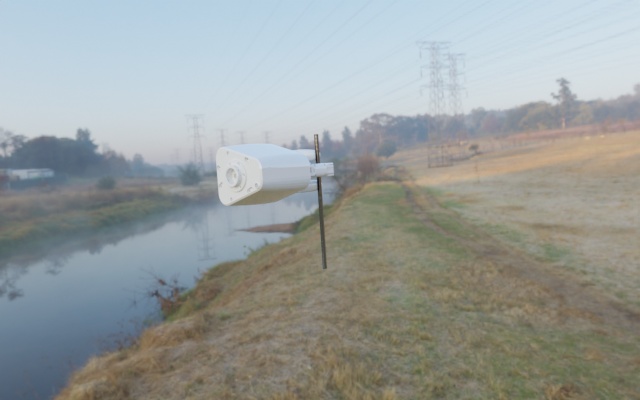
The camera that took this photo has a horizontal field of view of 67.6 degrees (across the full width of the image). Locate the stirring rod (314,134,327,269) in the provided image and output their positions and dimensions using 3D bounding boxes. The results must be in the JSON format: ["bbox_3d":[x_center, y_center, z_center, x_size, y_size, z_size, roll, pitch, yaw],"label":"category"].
[{"bbox_3d":[0.000,0.003,0.852,0.011,0.239,0.011,-4,4,0],"label":"stirring rod"}]
